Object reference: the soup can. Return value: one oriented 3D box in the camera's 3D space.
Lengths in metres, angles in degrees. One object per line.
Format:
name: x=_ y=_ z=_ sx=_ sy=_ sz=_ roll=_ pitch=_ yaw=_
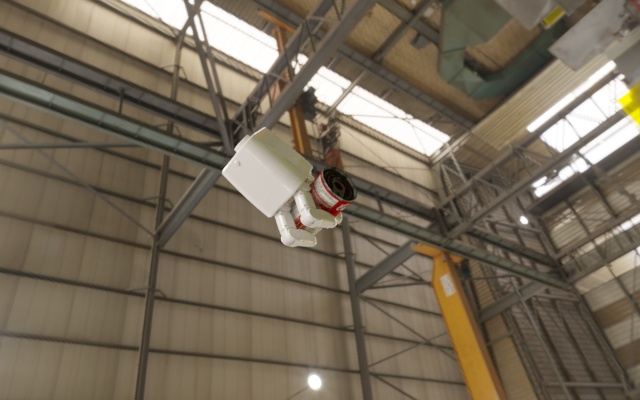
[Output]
soup can: x=0.000 y=0.003 z=0.762 sx=0.068 sy=0.068 sz=0.102 roll=0 pitch=-35 yaw=-47
